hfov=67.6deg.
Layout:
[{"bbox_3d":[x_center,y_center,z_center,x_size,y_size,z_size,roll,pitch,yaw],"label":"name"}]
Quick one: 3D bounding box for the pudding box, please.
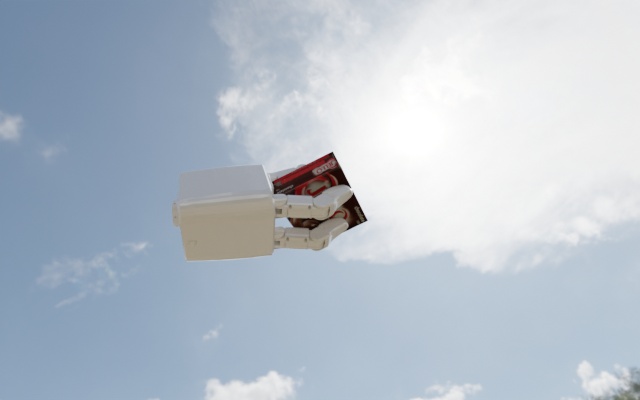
[{"bbox_3d":[0.000,0.002,0.615,0.090,0.039,0.114,-26,-44,6],"label":"pudding box"}]
